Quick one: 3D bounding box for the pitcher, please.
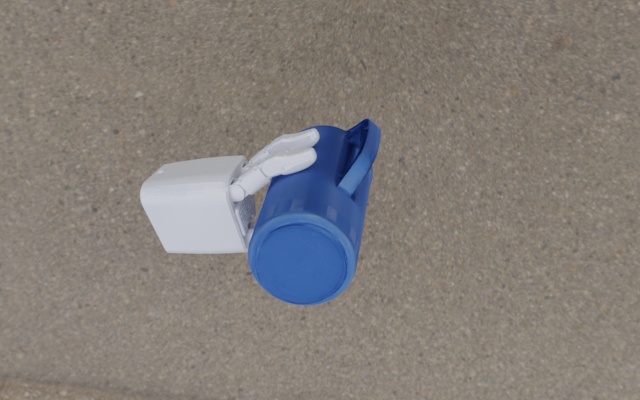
[{"bbox_3d":[0.000,0.002,0.559,0.145,0.149,0.242,-2,26,7],"label":"pitcher"}]
